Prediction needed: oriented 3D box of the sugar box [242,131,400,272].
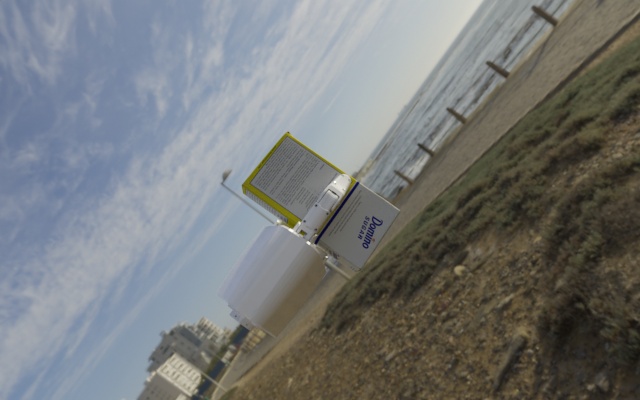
[{"bbox_3d":[0.000,0.002,0.597,0.176,0.093,0.048,37,-16,2],"label":"sugar box"}]
